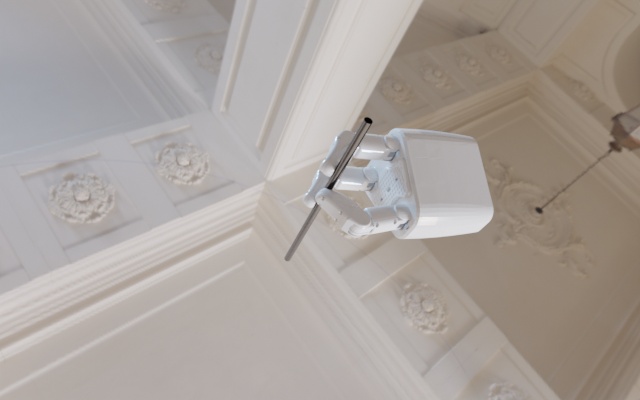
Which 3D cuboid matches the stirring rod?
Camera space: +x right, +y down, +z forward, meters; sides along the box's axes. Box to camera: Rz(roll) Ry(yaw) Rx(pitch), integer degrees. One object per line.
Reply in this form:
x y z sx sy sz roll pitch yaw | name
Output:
0.000 0.002 0.494 0.011 0.011 0.240 0 -35 -24 | stirring rod
